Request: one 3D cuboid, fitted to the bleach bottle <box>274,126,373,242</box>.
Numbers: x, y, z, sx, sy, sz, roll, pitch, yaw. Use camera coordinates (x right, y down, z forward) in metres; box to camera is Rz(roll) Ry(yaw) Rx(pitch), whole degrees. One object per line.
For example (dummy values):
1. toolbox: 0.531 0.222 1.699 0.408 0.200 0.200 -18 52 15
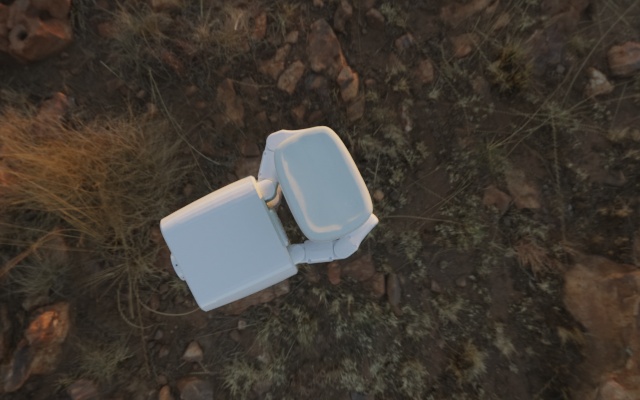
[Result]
1. bleach bottle: 0.000 0.002 0.529 0.068 0.102 0.251 -24 -8 -4
